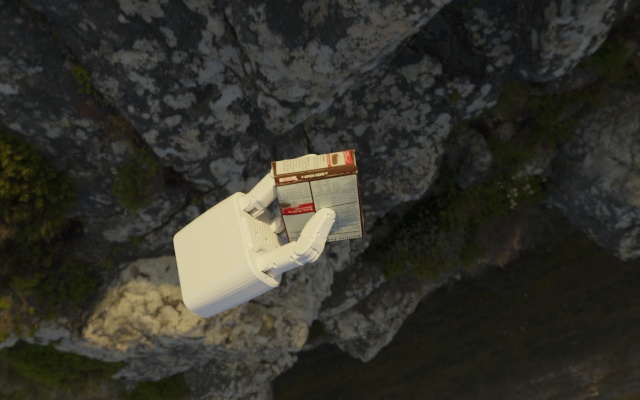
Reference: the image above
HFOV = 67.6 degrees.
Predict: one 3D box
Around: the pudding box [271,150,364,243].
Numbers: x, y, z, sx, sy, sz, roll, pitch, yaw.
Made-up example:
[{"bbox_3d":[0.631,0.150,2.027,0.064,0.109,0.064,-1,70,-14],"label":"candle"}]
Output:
[{"bbox_3d":[0.000,0.002,0.530,0.090,0.039,0.114,-9,-41,1],"label":"pudding box"}]
